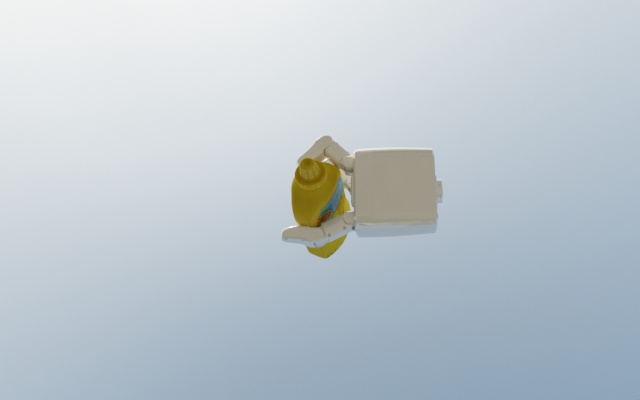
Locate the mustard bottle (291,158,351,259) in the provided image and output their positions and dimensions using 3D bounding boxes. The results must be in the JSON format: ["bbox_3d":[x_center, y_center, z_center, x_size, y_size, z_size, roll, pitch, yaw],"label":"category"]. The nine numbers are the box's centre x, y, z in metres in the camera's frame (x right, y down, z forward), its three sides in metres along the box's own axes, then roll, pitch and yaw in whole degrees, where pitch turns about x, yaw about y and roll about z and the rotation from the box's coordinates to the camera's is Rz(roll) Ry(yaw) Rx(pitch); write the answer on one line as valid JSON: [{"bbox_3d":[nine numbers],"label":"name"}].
[{"bbox_3d":[0.000,0.002,0.667,0.058,0.096,0.192,20,-24,21],"label":"mustard bottle"}]
